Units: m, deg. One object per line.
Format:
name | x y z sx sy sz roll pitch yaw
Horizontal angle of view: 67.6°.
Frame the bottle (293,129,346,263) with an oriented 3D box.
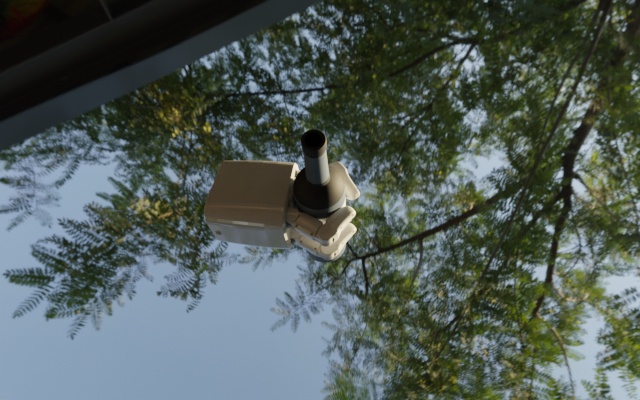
bottle | 0.000 0.002 0.635 0.069 0.069 0.296 0 -27 3
